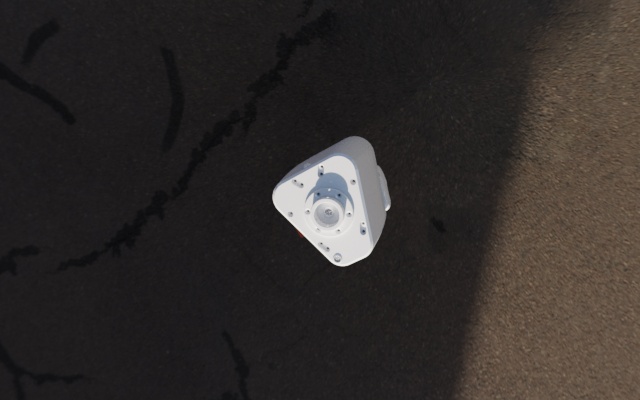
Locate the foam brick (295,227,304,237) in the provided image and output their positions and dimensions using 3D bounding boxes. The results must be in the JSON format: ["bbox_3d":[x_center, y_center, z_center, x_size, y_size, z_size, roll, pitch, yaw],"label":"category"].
[{"bbox_3d":[0.000,0.002,0.595,0.078,0.053,0.051,-27,8,18],"label":"foam brick"}]
